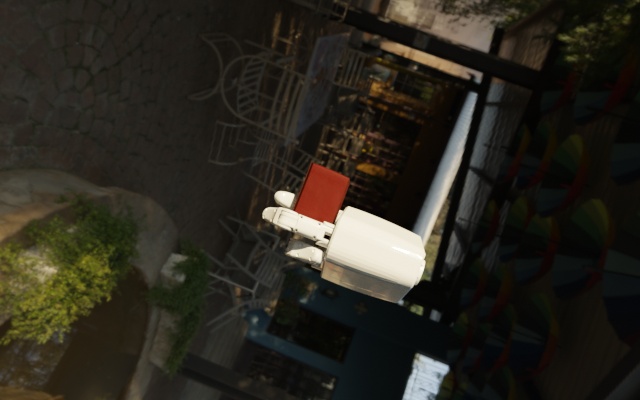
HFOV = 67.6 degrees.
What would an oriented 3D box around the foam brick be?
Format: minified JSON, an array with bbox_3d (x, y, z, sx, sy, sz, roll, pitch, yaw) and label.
[{"bbox_3d":[0.000,0.002,0.595,0.051,0.078,0.053,20,-7,6],"label":"foam brick"}]
